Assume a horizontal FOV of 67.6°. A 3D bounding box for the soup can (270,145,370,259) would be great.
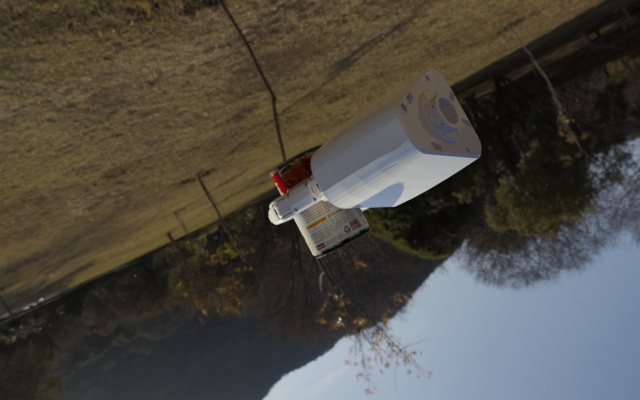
[{"bbox_3d":[0.000,0.002,0.507,0.068,0.102,0.068,-28,-4,-2],"label":"soup can"}]
